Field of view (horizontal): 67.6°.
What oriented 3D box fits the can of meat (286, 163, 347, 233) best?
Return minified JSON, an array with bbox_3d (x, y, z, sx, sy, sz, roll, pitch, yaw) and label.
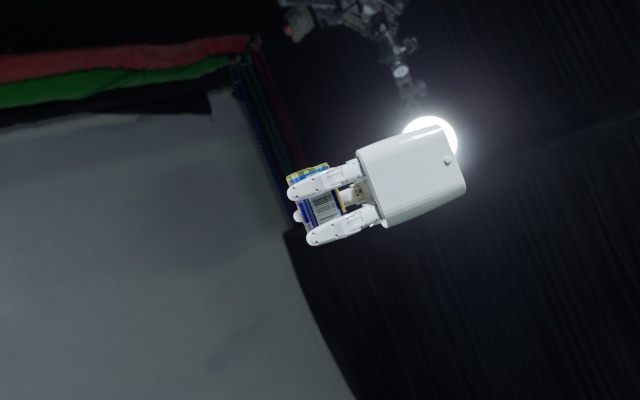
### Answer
[{"bbox_3d":[0.000,0.002,0.591,0.057,0.084,0.102,-21,0,3],"label":"can of meat"}]
